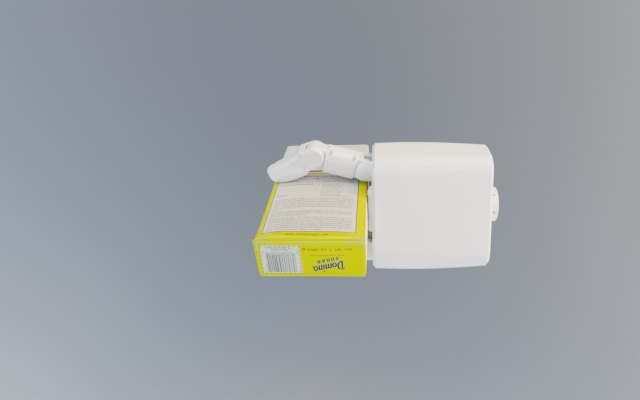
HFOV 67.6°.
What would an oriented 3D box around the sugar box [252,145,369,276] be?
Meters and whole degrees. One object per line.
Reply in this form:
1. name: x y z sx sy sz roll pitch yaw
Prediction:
1. sugar box: 0.000 0.002 0.462 0.093 0.048 0.176 0 29 8
